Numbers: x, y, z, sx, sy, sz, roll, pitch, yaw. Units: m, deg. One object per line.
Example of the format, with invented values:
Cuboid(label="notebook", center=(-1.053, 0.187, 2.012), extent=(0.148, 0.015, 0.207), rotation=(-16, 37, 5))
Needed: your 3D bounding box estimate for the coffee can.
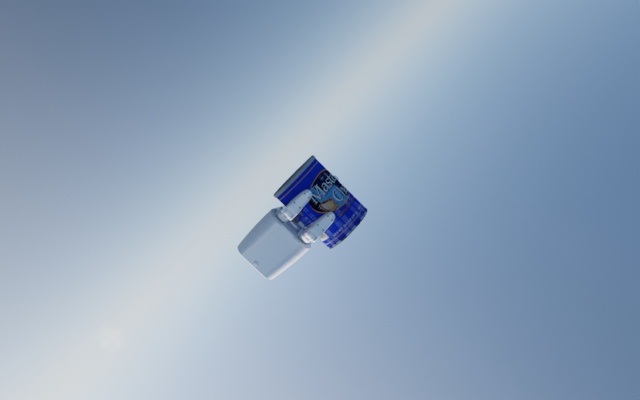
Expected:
Cuboid(label="coffee can", center=(0.000, 0.003, 0.863), extent=(0.140, 0.103, 0.103), rotation=(44, -7, -7))
